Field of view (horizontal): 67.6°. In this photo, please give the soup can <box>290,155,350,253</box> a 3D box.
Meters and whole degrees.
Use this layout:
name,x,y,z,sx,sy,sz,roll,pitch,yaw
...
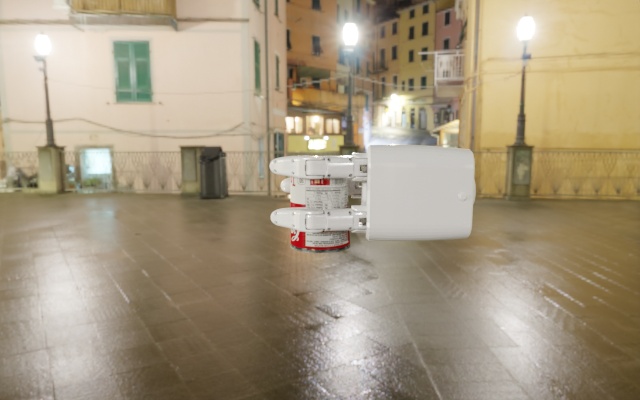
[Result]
name,x,y,z,sx,sy,sz,roll,pitch,yaw
soup can,0.000,0.001,0.533,0.068,0.102,0.068,0,8,0
